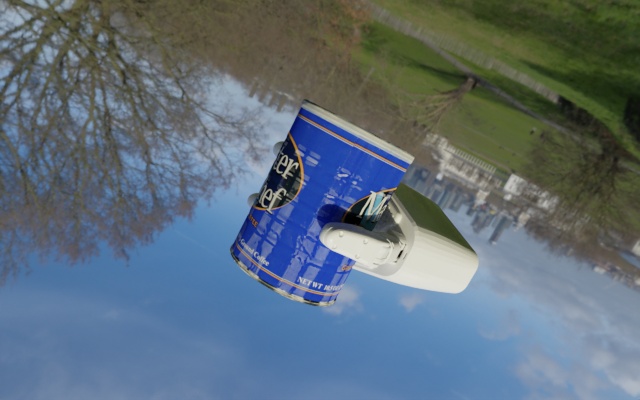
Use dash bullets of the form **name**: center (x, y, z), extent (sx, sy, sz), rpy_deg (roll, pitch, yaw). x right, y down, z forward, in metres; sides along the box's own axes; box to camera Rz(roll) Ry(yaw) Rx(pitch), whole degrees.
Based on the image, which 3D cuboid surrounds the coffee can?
- **coffee can**: center (0.000, 0.001, 0.402), extent (0.103, 0.140, 0.103), rpy_deg (27, 9, -5)
